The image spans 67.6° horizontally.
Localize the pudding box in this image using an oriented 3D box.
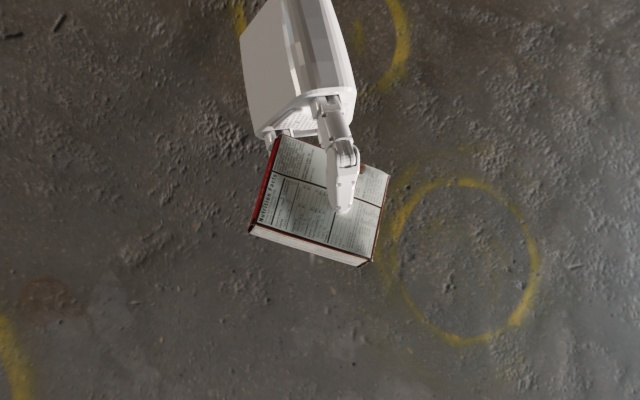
[{"bbox_3d":[0.000,0.001,0.432,0.113,0.090,0.039,19,-19,-10],"label":"pudding box"}]
